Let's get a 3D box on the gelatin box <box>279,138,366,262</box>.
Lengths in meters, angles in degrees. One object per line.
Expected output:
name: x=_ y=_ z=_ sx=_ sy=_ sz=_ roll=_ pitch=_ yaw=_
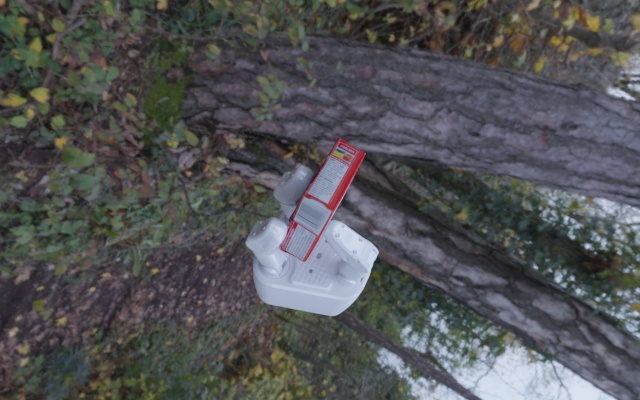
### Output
gelatin box: x=0.001 y=0.001 z=0.412 sx=0.030 sy=0.073 sz=0.089 roll=30 pitch=-38 yaw=2
